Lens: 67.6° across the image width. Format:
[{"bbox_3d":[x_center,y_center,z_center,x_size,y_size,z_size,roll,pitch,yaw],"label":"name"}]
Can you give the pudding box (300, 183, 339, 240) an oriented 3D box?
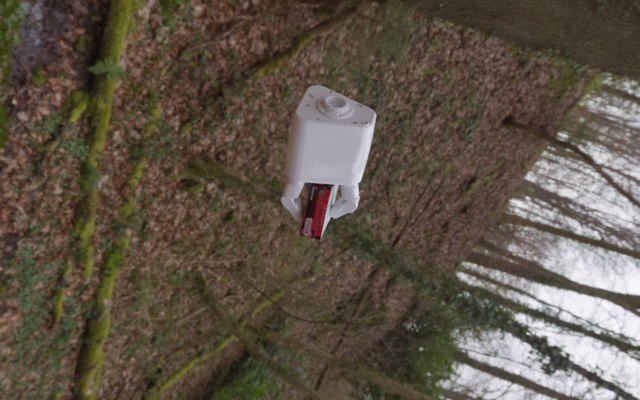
[{"bbox_3d":[0.000,0.003,0.770,0.039,0.090,0.113,15,17,6],"label":"pudding box"}]
